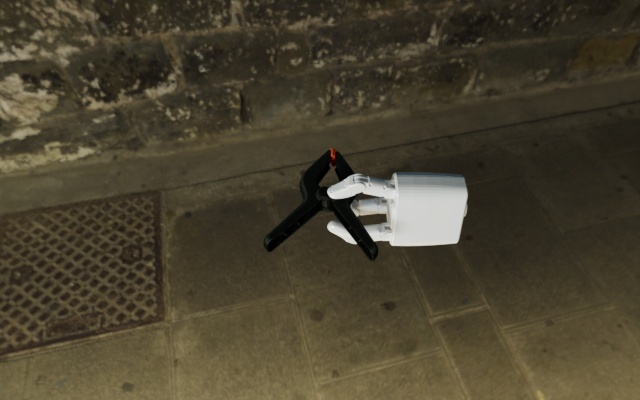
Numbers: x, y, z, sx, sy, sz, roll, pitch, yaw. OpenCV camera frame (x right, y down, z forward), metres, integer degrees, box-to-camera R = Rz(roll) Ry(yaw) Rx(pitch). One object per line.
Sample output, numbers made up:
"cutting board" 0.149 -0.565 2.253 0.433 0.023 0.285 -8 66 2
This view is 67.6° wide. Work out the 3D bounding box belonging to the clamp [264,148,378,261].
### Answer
"clamp" 0.000 0.002 0.737 0.164 0.209 0.036 0 -39 0
